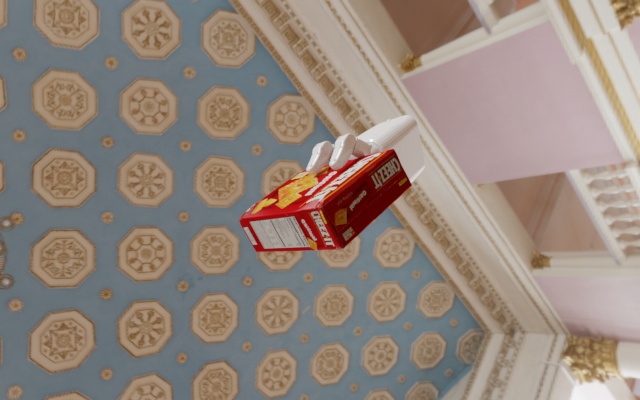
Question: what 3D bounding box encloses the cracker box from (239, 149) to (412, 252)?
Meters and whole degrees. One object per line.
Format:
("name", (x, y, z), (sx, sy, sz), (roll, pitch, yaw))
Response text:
("cracker box", (0.000, 0.002, 0.709), (0.164, 0.072, 0.214), (-39, 18, -35))
